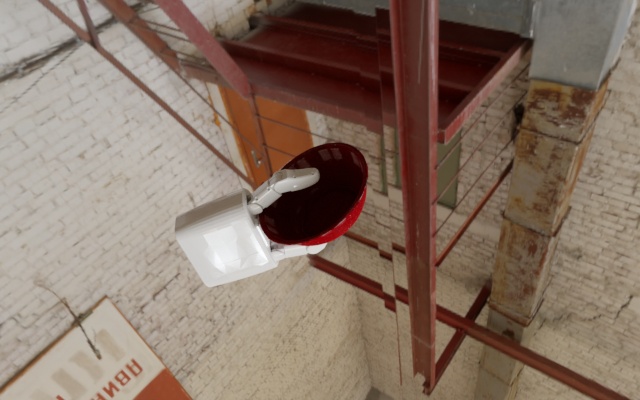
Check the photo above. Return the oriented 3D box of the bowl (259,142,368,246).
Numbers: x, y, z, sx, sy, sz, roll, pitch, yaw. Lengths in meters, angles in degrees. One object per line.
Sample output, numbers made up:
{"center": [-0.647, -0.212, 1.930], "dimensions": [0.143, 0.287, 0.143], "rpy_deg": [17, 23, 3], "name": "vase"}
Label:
{"center": [0.001, 0.002, 0.625], "dimensions": [0.162, 0.162, 0.055], "rpy_deg": [0, -35, 38], "name": "bowl"}
